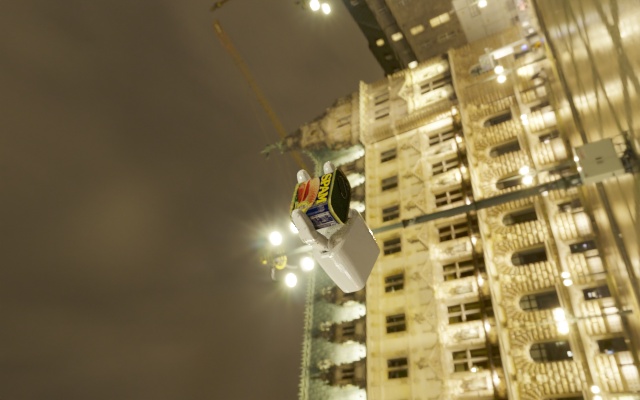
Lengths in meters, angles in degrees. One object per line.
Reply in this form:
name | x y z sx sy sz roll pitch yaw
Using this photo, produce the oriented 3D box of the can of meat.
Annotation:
can of meat | 0.000 0.003 0.807 0.084 0.102 0.057 -17 -51 27
